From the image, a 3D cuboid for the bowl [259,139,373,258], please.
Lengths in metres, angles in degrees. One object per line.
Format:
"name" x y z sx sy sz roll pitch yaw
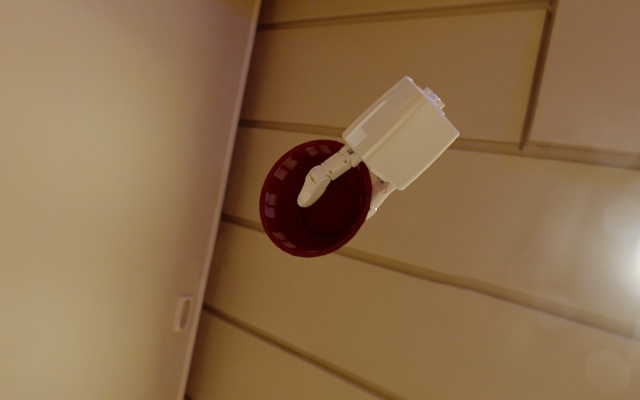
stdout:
"bowl" -0.001 0.003 0.644 0.162 0.162 0.055 0 -17 24
